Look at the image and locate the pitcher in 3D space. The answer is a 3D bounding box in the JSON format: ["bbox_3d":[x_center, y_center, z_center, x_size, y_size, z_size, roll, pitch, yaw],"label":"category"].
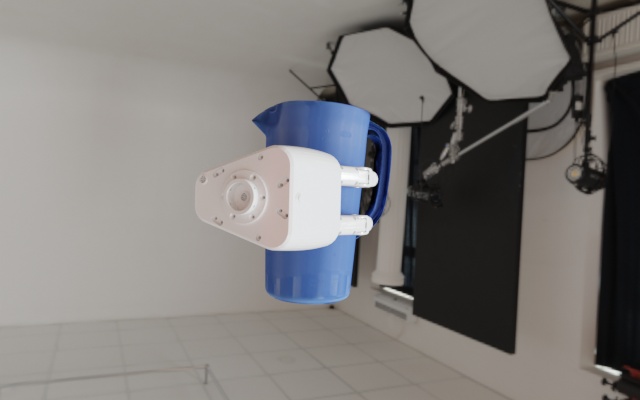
[{"bbox_3d":[0.000,0.002,0.610,0.149,0.243,0.145,3,0,22],"label":"pitcher"}]
